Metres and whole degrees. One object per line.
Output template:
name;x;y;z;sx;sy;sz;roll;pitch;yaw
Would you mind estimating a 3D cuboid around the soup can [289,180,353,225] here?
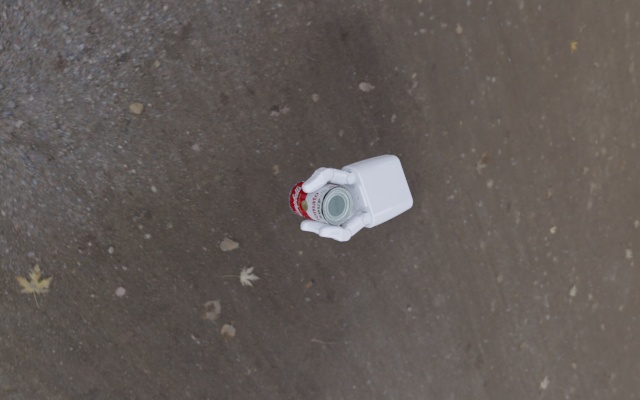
soup can;0.000;0.003;0.834;0.068;0.068;0.102;0;8;-37
